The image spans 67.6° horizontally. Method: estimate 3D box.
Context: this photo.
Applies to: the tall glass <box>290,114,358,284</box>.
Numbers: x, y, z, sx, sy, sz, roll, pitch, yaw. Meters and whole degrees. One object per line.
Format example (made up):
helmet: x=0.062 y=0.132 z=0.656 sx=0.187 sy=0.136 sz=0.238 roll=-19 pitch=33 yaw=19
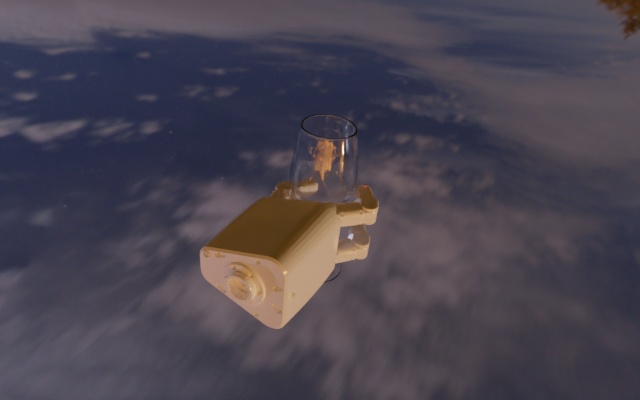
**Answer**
tall glass: x=0.000 y=0.002 z=0.570 sx=0.079 sy=0.201 sz=0.079 roll=5 pitch=34 yaw=-3
